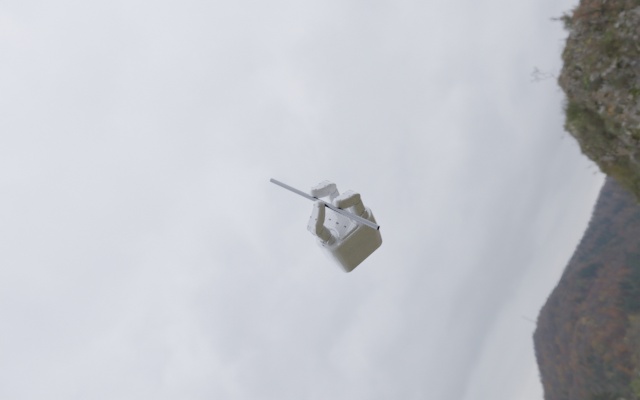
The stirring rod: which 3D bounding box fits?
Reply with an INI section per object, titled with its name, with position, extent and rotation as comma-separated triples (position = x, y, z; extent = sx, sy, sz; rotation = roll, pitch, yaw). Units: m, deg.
[stirring rod]
position = 0.000, 0.003, 0.818
extent = 0.239, 0.011, 0.011
rotation = 24, 14, 34
